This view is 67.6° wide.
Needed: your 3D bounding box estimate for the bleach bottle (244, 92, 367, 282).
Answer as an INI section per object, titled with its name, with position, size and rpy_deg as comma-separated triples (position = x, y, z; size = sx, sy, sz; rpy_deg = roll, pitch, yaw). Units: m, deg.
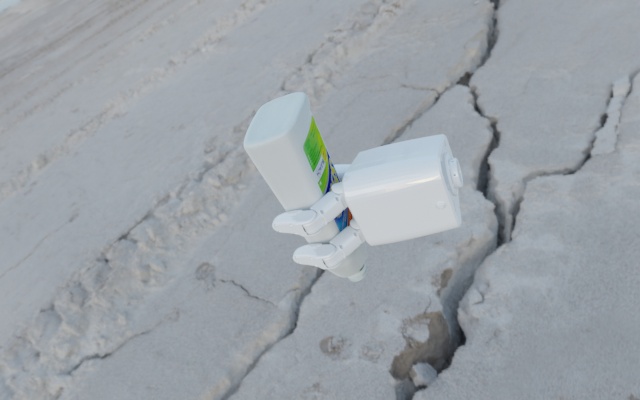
[bleach bottle]
position = 0.000, 0.002, 0.582
size = 0.068, 0.251, 0.102
rpy_deg = -14, 37, 22
